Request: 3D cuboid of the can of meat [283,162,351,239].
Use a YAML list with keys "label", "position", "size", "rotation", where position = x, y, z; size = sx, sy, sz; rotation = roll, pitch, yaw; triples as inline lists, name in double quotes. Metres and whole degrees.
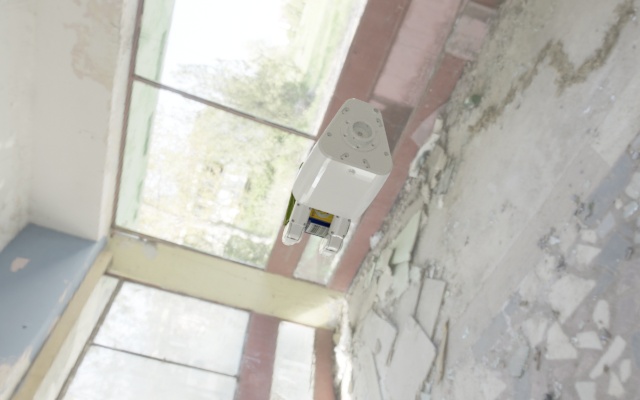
- label: "can of meat"
  position: [0.000, 0.002, 0.683]
  size: [0.084, 0.102, 0.057]
  rotation: [18, -30, -10]
